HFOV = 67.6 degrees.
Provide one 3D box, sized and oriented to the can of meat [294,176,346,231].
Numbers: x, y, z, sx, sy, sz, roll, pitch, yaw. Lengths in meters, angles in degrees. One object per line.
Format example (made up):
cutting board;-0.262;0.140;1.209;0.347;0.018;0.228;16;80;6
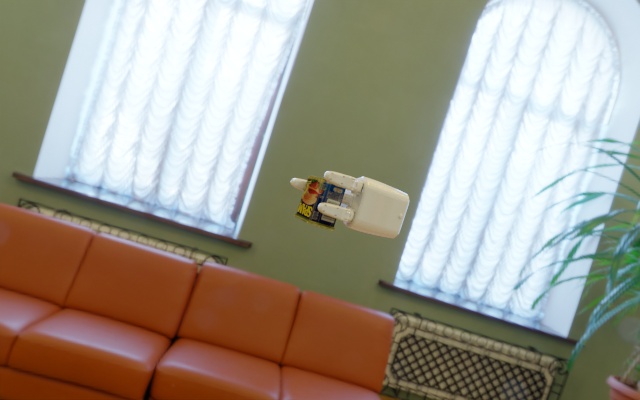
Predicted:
can of meat;0.000;0.003;0.879;0.057;0.084;0.102;18;1;-22
